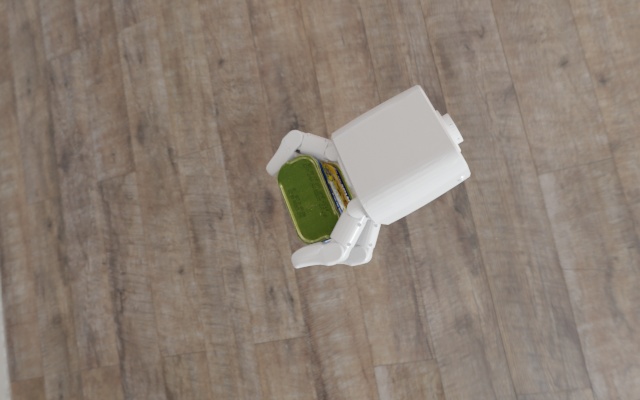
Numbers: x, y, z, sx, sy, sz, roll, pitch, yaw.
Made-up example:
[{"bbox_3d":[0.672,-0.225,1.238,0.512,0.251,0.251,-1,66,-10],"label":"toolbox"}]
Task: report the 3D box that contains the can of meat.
[{"bbox_3d":[0.000,0.002,0.542,0.057,0.102,0.084,-26,-13,16],"label":"can of meat"}]
